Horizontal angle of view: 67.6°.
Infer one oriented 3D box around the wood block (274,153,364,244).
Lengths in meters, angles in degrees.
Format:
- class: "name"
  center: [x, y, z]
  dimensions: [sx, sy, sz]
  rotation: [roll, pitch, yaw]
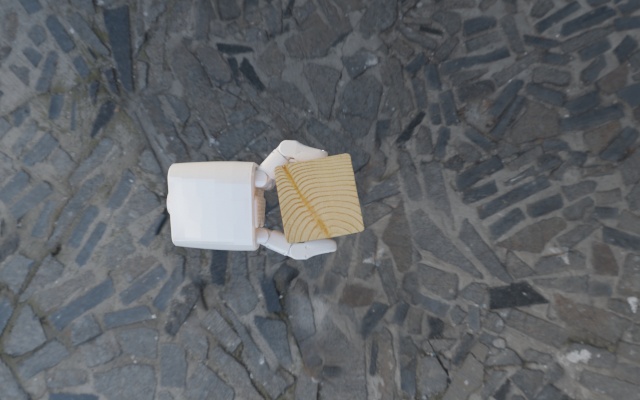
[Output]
- class: "wood block"
  center: [0.000, 0.002, 0.632]
  dimensions: [0.090, 0.091, 0.206]
  rotation: [-10, -2, 1]
